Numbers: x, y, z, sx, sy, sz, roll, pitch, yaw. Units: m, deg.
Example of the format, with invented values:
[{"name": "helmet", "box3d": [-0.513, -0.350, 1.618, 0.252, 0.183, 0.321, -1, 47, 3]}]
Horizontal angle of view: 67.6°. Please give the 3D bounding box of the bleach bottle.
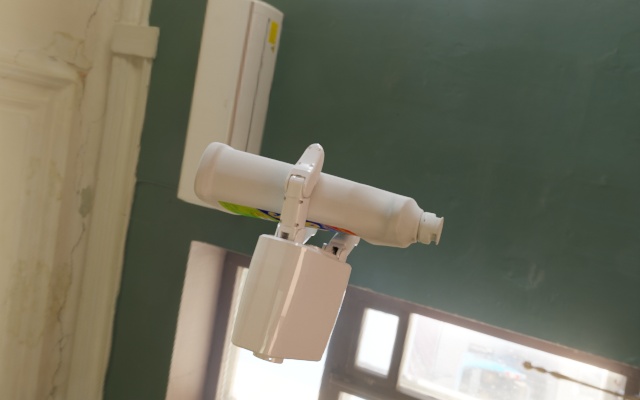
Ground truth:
[{"name": "bleach bottle", "box3d": [0.000, 0.002, 0.503, 0.251, 0.068, 0.102, 13, -11, 19]}]
